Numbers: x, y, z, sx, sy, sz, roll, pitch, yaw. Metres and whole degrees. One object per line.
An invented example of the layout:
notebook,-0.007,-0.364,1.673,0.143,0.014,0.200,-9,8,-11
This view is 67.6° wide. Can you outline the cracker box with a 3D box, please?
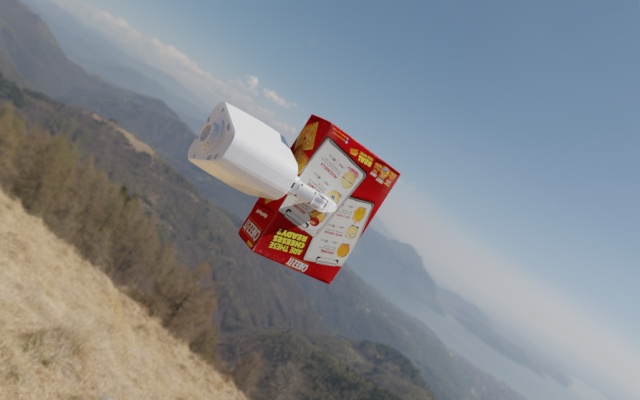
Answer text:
cracker box,0.000,0.002,0.736,0.164,0.214,0.072,30,5,-36
